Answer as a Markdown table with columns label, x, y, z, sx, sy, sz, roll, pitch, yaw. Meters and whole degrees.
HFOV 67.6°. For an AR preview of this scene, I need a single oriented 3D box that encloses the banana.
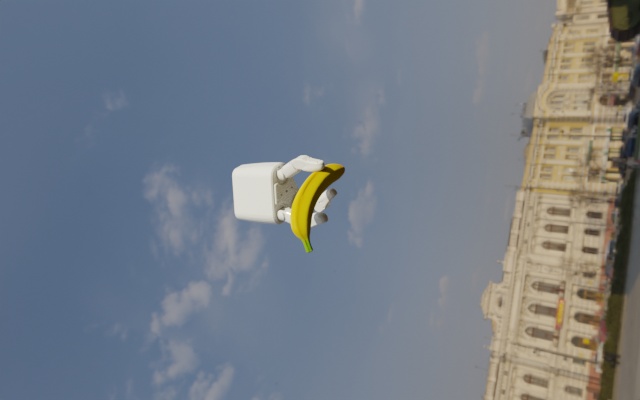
| label | x | y | z | sx | sy | sz | roll | pitch | yaw |
| --- | --- | --- | --- | --- | --- | --- | --- | --- | --- |
| banana | -0.009 | -0.007 | 0.841 | 0.037 | 0.197 | 0.070 | -2 | -42 | 35 |
